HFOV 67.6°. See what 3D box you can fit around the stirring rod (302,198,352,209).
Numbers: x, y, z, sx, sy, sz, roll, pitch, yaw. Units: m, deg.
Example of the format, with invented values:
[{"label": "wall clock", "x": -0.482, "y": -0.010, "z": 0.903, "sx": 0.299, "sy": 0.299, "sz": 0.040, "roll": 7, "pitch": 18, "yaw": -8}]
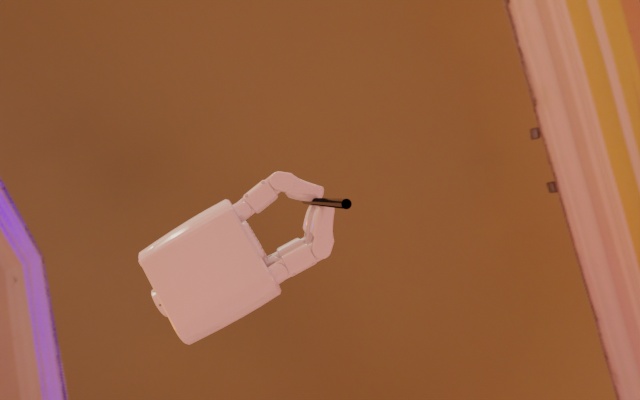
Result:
[{"label": "stirring rod", "x": 0.000, "y": 0.002, "z": 0.476, "sx": 0.011, "sy": 0.011, "sz": 0.239, "roll": 0, "pitch": 0, "yaw": -9}]
